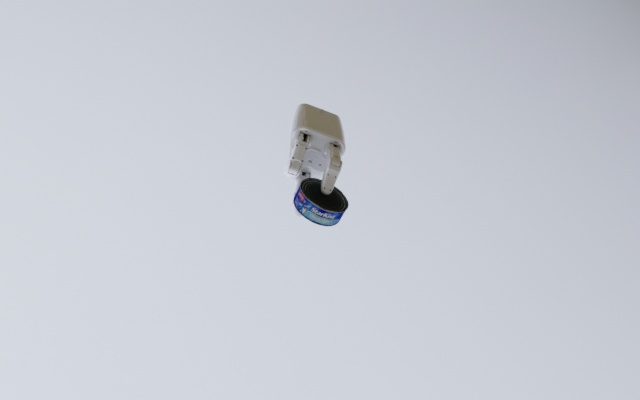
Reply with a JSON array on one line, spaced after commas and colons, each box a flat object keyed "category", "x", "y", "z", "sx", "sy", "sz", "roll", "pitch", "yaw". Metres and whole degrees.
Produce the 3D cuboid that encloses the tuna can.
[{"category": "tuna can", "x": 0.000, "y": 0.003, "z": 0.771, "sx": 0.086, "sy": 0.034, "sz": 0.086, "roll": 22, "pitch": 30, "yaw": -13}]
